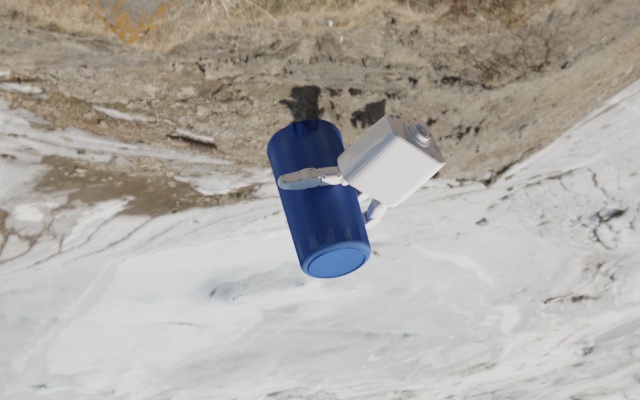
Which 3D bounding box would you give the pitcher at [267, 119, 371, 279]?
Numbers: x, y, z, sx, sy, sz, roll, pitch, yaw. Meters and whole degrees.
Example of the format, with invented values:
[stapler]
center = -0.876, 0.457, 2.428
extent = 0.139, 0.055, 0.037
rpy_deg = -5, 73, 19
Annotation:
[pitcher]
center = 0.000, 0.002, 0.773
extent = 0.149, 0.242, 0.145
rpy_deg = 16, -45, -38
